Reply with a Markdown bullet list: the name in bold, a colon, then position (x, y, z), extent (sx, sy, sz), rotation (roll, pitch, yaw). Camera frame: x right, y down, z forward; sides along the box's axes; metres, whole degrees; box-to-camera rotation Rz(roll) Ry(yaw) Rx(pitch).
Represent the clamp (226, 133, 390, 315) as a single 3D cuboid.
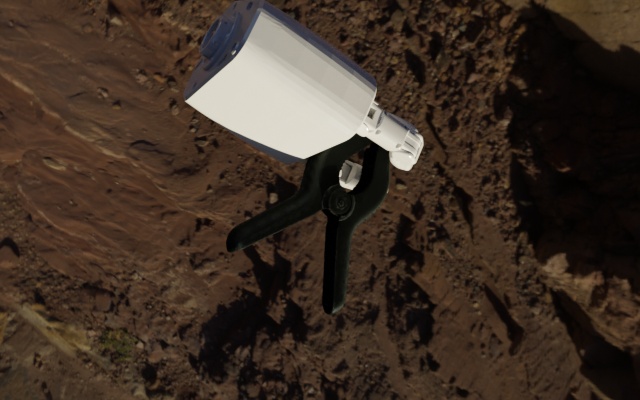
- **clamp**: position (0.001, 0.001, 0.409), extent (0.120, 0.171, 0.039), rotation (28, -10, -29)
